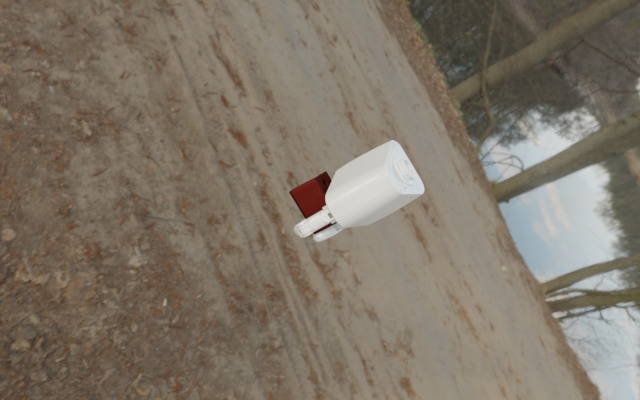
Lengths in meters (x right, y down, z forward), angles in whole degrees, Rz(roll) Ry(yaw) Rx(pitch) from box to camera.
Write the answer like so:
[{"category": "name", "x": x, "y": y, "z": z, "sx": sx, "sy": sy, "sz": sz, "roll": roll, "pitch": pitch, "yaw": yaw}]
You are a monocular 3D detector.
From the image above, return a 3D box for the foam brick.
[{"category": "foam brick", "x": 0.000, "y": 0.002, "z": 0.740, "sx": 0.051, "sy": 0.078, "sz": 0.053, "roll": -30, "pitch": 2, "yaw": 27}]
